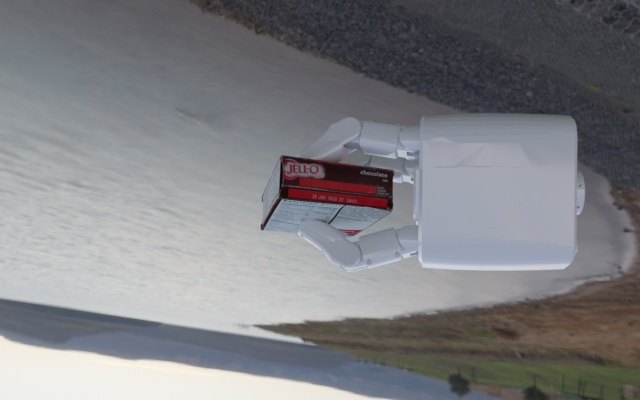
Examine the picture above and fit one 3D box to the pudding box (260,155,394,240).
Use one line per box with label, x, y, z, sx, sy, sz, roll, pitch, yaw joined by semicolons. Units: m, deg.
pudding box;0.000;0.001;0.404;0.090;0.039;0.113;7;-19;-13
